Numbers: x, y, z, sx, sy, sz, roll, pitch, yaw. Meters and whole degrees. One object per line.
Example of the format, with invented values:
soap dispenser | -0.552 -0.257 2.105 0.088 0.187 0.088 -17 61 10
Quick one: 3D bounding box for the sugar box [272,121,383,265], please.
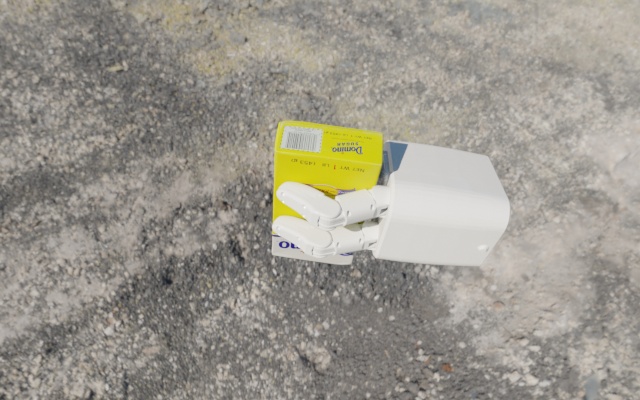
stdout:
sugar box | 0.000 0.002 0.473 0.093 0.048 0.176 8 -39 0
